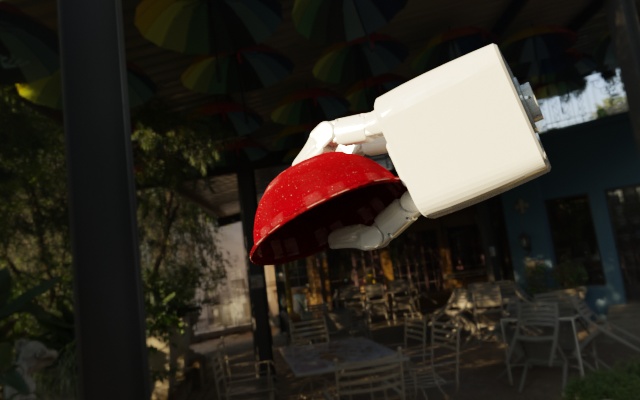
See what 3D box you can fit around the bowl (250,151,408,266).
[{"bbox_3d":[-0.001,0.002,0.451,0.162,0.055,0.162,-24,-18,-8],"label":"bowl"}]
